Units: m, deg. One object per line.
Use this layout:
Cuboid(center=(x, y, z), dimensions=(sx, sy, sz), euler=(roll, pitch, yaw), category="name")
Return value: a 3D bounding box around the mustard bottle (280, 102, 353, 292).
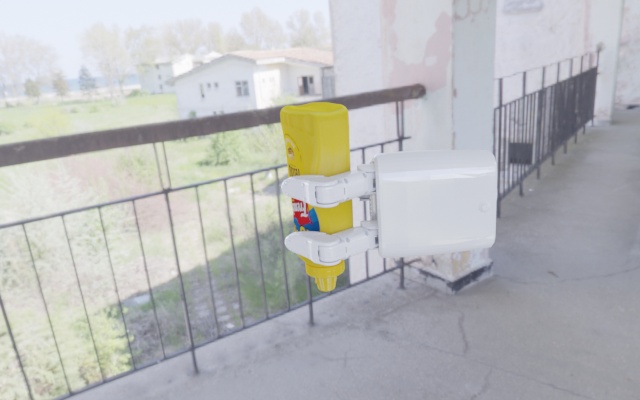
Cuboid(center=(0.000, 0.001, 0.480), dimensions=(0.058, 0.192, 0.096), euler=(-12, 18, -21), category="mustard bottle")
